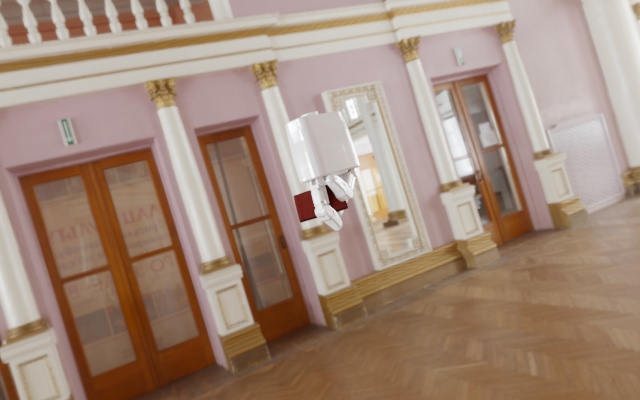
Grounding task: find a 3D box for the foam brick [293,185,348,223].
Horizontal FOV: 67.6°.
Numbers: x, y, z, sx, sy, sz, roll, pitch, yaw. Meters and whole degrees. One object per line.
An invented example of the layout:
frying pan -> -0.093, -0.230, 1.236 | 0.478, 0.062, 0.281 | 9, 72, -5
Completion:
foam brick -> 0.000, 0.003, 0.859 | 0.078, 0.051, 0.053 | -17, 0, 34
